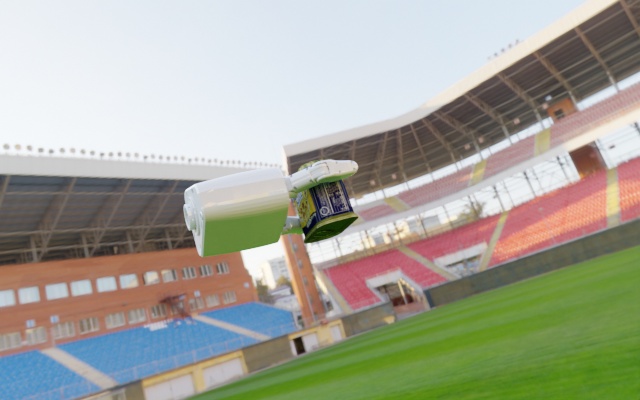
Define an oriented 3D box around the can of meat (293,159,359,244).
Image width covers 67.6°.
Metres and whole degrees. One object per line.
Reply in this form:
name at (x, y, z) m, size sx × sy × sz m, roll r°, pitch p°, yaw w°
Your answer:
can of meat at (0.000, 0.002, 0.636) m, size 0.057 × 0.084 × 0.102 m, roll -13°, pitch -15°, yaw -20°
